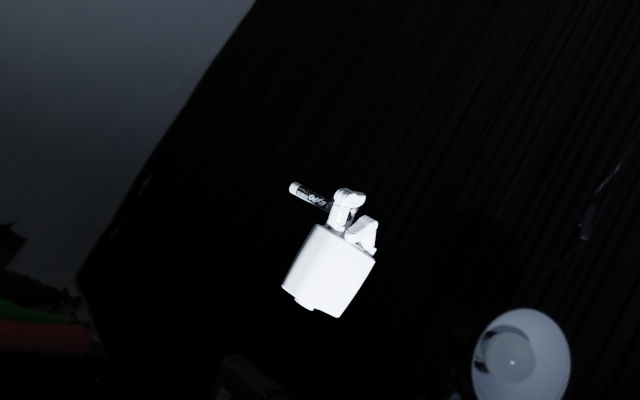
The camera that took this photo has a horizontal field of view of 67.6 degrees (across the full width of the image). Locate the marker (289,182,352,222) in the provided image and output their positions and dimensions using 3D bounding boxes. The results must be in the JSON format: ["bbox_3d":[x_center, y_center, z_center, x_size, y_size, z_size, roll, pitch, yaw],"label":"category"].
[{"bbox_3d":[0.000,0.002,0.734,0.121,0.020,0.020,28,17,34],"label":"marker"}]
